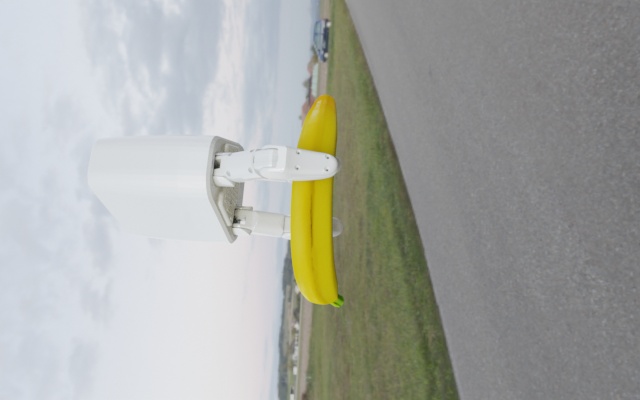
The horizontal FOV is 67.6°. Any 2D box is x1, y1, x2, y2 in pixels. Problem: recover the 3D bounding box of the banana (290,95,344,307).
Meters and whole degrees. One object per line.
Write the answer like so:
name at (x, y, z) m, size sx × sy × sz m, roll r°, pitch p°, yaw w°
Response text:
banana at (-0.004, 0.008, 0.413) m, size 0.037 × 0.198 × 0.069 m, roll 1°, pitch 9°, yaw 12°
